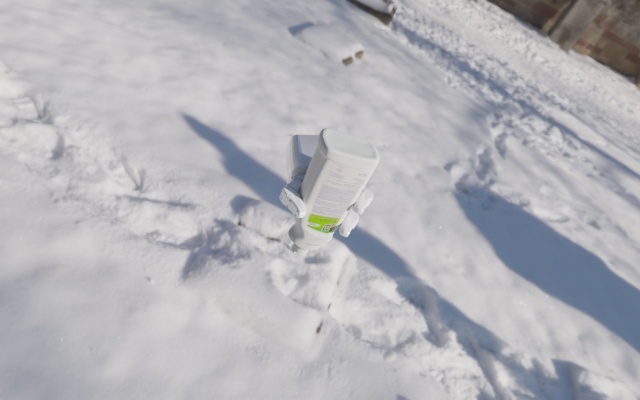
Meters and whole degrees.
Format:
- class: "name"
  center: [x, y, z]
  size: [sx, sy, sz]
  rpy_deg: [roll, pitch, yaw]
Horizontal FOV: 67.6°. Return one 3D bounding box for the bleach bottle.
- class: "bleach bottle"
  center: [0.000, 0.003, 0.806]
  size: [0.102, 0.251, 0.068]
  rpy_deg: [13, 39, -20]
